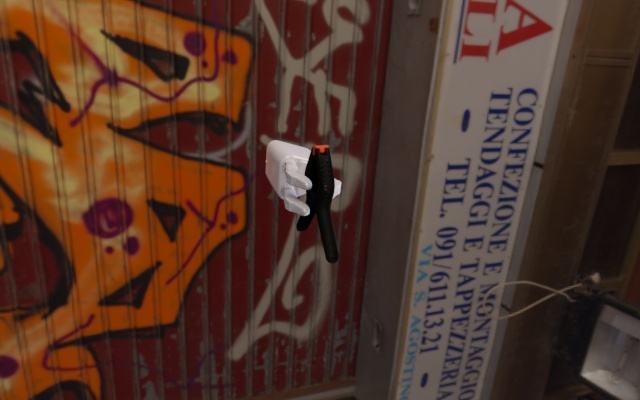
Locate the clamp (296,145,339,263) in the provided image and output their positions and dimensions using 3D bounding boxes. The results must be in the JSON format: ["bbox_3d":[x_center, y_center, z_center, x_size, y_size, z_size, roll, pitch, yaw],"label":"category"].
[{"bbox_3d":[0.001,0.002,0.896,0.036,0.210,0.164,-7,29,-25],"label":"clamp"}]
